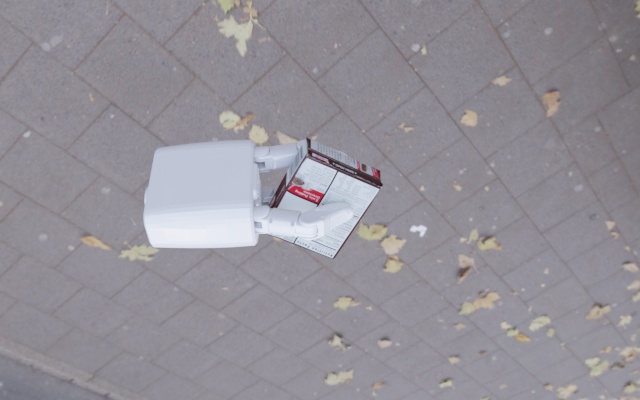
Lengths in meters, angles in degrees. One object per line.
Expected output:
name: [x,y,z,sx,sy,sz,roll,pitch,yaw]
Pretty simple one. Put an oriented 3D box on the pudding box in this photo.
pudding box: [0.000,0.002,0.511,0.090,0.113,0.039,22,33,-16]
